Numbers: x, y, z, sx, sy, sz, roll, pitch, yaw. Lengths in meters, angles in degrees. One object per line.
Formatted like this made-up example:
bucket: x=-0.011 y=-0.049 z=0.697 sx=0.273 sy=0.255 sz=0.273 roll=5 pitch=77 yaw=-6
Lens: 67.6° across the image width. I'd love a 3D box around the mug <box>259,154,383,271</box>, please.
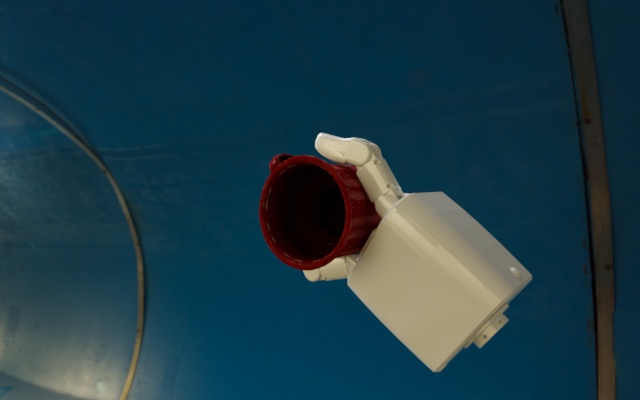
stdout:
mug: x=-0.001 y=0.000 z=0.424 sx=0.117 sy=0.093 sz=0.081 roll=47 pitch=25 yaw=24
